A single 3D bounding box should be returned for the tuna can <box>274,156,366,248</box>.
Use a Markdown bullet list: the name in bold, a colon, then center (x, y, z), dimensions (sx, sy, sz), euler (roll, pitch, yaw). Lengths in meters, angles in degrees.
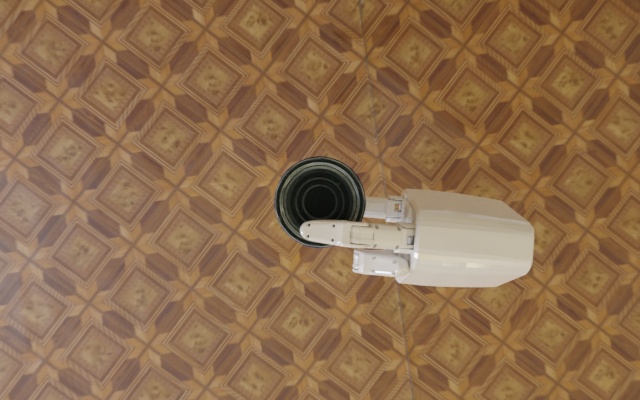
- **tuna can**: center (0.000, 0.001, 0.449), dimensions (0.086, 0.086, 0.034), euler (0, 1, 3)
